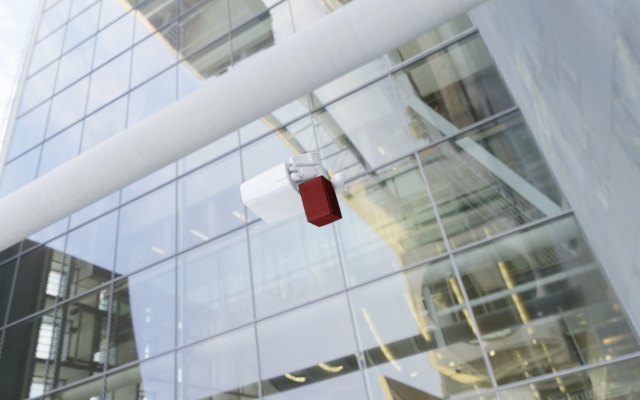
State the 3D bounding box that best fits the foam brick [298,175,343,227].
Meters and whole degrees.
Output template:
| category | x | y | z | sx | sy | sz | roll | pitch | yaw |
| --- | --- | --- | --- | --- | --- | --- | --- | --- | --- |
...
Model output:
| category | x | y | z | sx | sy | sz | roll | pitch | yaw |
| --- | --- | --- | --- | --- | --- | --- | --- | --- | --- |
| foam brick | 0.000 | 0.003 | 0.878 | 0.051 | 0.078 | 0.053 | -23 | -23 | 18 |
